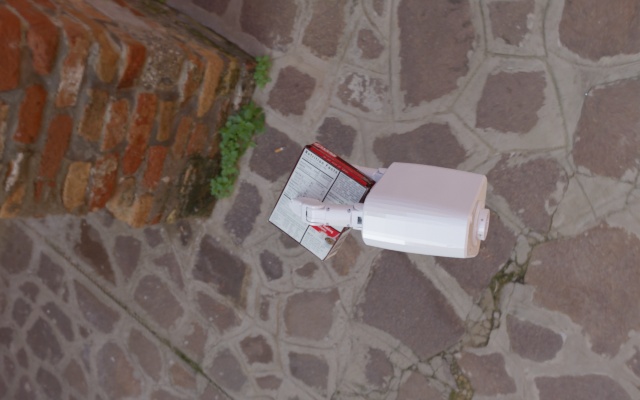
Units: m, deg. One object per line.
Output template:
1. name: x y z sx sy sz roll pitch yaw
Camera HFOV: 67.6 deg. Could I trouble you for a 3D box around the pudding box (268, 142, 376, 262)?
1. pudding box: 0.000 0.002 0.560 0.090 0.113 0.039 36 24 14
